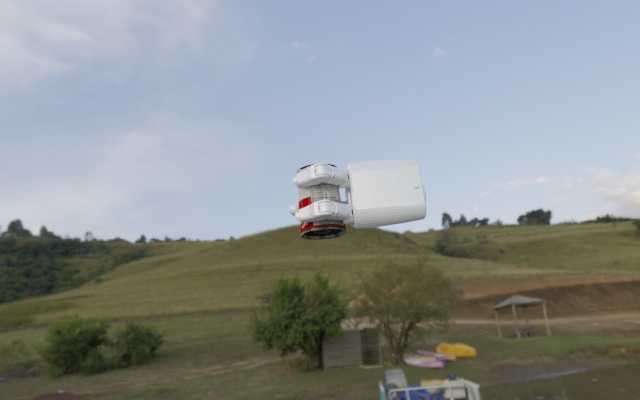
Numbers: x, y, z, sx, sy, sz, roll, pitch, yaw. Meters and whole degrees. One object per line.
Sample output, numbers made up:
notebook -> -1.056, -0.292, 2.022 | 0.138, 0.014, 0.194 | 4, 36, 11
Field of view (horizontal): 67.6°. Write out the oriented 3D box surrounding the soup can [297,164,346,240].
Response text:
soup can -> 0.000, 0.002, 0.724 | 0.068, 0.102, 0.068 | -5, -17, -2
